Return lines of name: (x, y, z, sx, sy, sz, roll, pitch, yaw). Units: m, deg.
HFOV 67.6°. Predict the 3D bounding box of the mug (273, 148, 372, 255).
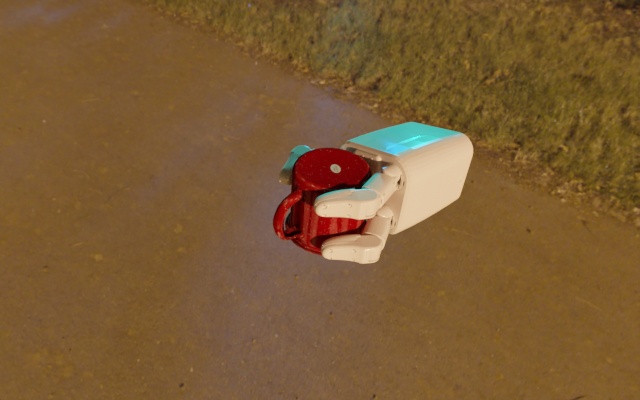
mug: (-0.001, 0.002, 0.500, 0.117, 0.082, 0.093, -23, 46, -30)
